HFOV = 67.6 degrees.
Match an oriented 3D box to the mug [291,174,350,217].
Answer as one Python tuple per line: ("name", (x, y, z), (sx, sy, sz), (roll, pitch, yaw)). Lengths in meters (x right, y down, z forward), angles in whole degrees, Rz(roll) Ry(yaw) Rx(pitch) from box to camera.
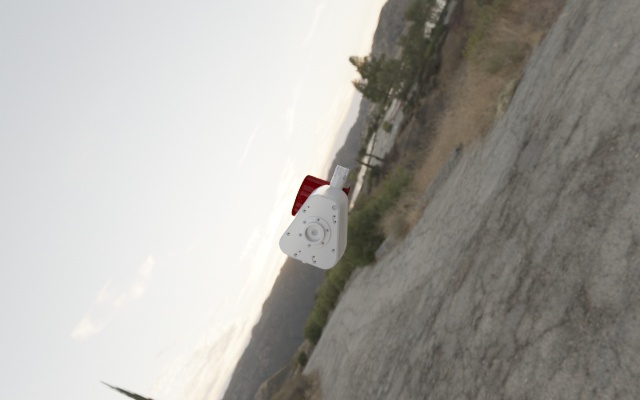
("mug", (0.000, 0.002, 0.860), (0.081, 0.093, 0.117), (22, 9, 4))
